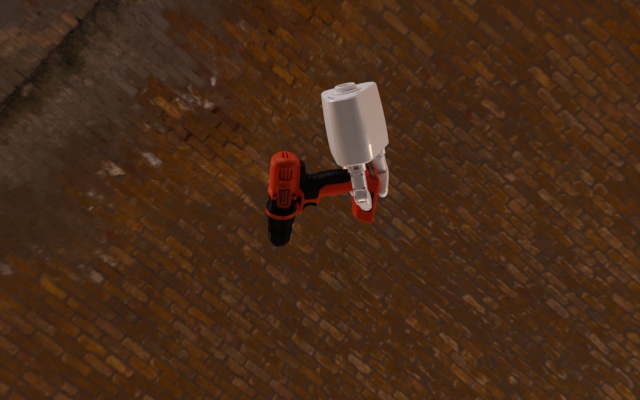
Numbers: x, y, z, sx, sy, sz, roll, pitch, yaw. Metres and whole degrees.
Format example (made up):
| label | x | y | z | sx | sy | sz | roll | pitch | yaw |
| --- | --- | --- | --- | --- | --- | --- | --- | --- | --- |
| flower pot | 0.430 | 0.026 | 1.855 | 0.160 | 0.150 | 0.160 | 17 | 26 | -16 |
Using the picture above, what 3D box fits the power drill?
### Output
| label | x | y | z | sx | sy | sz | roll | pitch | yaw |
| --- | --- | --- | --- | --- | --- | --- | --- | --- | --- |
| power drill | 0.001 | 0.002 | 0.826 | 0.187 | 0.185 | 0.057 | -2 | 36 | -13 |
